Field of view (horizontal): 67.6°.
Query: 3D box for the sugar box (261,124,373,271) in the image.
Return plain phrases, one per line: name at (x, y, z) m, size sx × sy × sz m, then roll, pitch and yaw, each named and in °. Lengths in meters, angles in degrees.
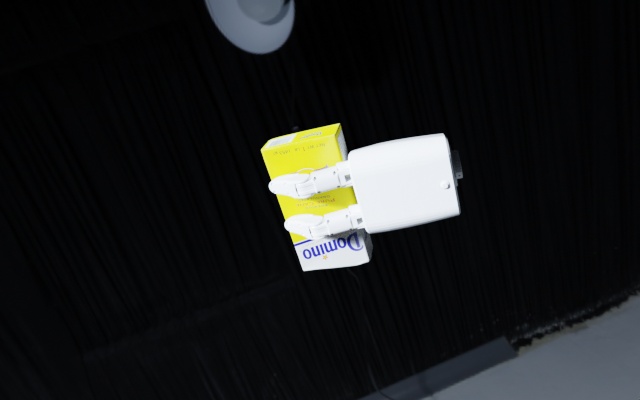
sugar box at (0.000, 0.002, 0.587) m, size 0.093 × 0.176 × 0.048 m, roll -10°, pitch 24°, yaw 17°
